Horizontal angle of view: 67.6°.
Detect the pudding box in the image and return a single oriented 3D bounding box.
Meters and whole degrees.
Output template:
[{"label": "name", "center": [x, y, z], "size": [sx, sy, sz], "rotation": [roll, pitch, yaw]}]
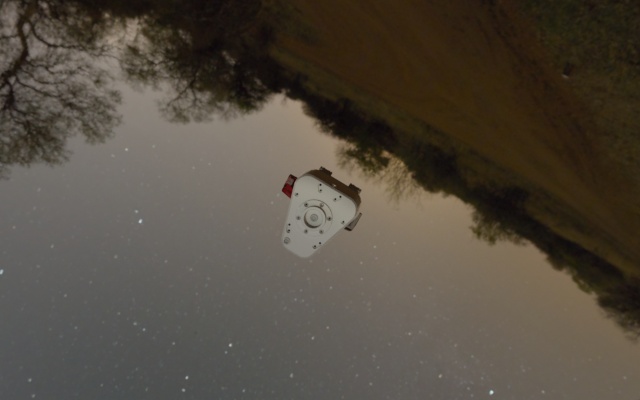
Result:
[{"label": "pudding box", "center": [0.000, 0.003, 0.789], "size": [0.113, 0.039, 0.090], "rotation": [29, 5, -26]}]
